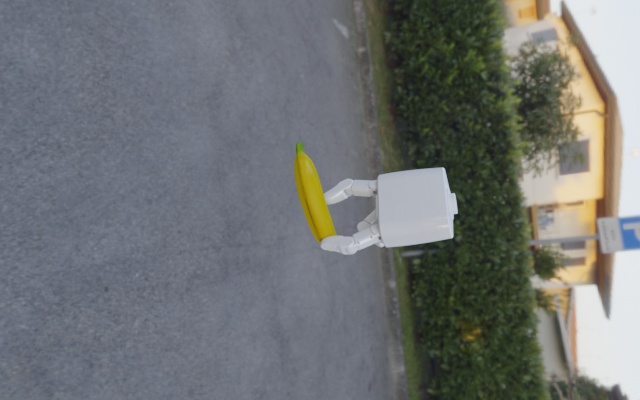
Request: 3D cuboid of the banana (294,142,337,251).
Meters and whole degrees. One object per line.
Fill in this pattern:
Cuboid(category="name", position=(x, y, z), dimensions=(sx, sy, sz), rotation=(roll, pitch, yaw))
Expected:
Cuboid(category="banana", position=(-0.005, 0.007, 0.768), dimensions=(0.037, 0.198, 0.069), rotation=(-9, 20, 18))
